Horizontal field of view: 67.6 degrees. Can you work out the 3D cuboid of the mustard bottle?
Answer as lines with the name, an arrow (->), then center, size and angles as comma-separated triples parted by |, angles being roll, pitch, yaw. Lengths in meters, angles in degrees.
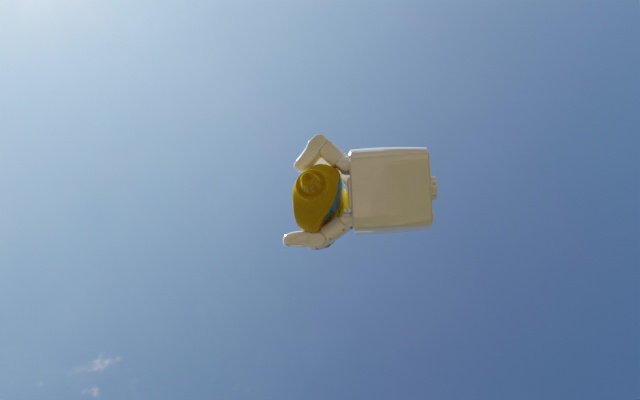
mustard bottle -> 0.000, 0.002, 0.673 | 0.058, 0.096, 0.192 | 21, -13, 15
